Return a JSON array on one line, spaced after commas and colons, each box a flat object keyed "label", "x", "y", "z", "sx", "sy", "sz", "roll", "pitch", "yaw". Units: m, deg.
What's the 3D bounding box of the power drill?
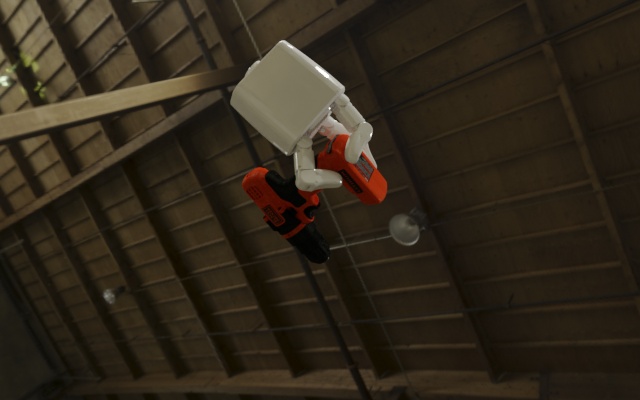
[{"label": "power drill", "x": 0.000, "y": 0.002, "z": 0.692, "sx": 0.188, "sy": 0.184, "sz": 0.057, "roll": -29, "pitch": 22, "yaw": 34}]
